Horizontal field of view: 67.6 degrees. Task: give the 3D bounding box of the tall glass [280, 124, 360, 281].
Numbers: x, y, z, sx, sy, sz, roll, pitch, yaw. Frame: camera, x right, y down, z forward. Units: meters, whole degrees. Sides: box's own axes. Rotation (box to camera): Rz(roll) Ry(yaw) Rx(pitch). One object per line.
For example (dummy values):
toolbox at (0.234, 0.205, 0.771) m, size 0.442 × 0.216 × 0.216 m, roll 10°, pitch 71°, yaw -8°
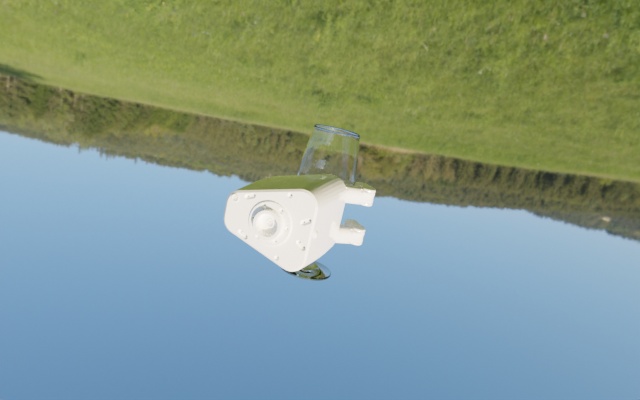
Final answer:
tall glass at (0.000, 0.003, 0.648) m, size 0.079 × 0.201 × 0.079 m, roll 12°, pitch 14°, yaw -3°
